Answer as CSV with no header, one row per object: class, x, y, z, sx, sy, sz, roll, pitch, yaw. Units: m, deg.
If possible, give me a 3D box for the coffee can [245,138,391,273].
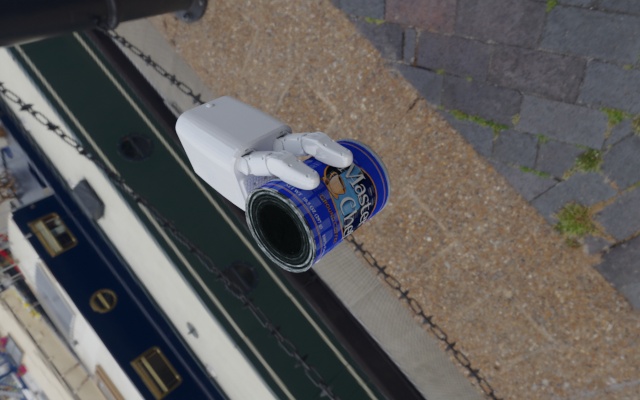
coffee can,0.000,0.002,0.547,0.103,0.103,0.140,0,26,46
